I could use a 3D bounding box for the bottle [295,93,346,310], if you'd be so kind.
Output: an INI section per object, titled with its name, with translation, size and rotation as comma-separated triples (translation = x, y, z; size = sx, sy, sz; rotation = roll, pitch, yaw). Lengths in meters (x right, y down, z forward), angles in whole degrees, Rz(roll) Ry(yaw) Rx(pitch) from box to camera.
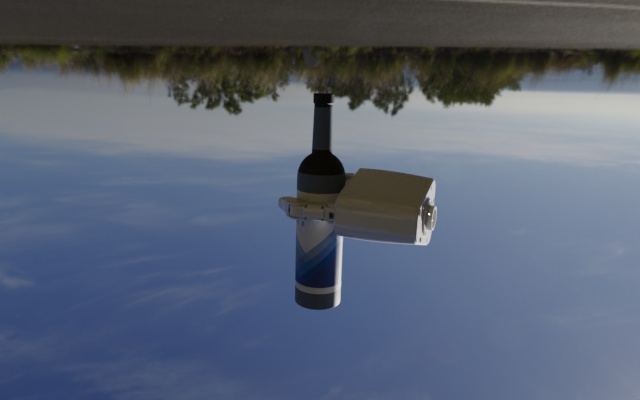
[bottle]
translation = 0.000, 0.002, 0.663
size = 0.069, 0.296, 0.069
rotation = 2, 14, 0
